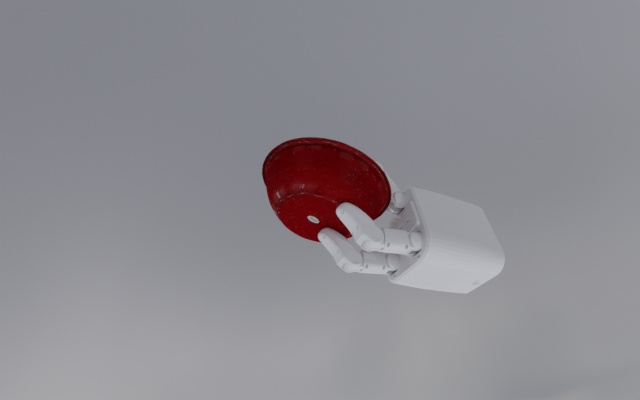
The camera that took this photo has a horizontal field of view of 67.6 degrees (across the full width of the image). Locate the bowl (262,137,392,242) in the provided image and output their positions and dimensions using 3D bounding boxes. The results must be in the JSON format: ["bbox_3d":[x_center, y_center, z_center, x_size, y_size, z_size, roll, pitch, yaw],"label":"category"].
[{"bbox_3d":[-0.001,0.002,0.568,0.162,0.055,0.162,11,-38,9],"label":"bowl"}]
